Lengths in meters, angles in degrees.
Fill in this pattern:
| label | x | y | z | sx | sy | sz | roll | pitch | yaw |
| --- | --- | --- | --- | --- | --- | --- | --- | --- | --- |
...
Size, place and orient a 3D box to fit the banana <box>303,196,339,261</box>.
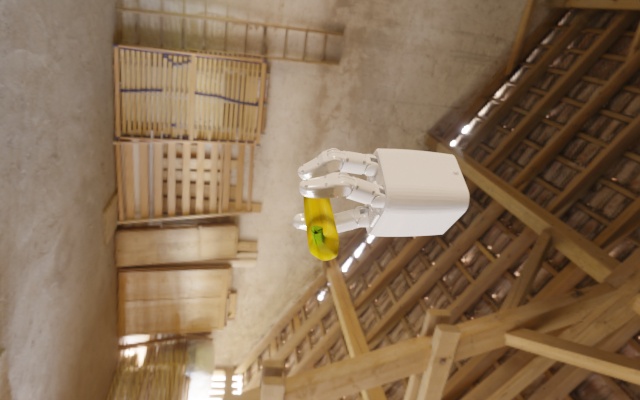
| label | x | y | z | sx | sy | sz | roll | pitch | yaw |
| --- | --- | --- | --- | --- | --- | --- | --- | --- | --- |
| banana | 0.000 | 0.020 | 0.588 | 0.037 | 0.070 | 0.197 | -2 | 24 | -5 |
